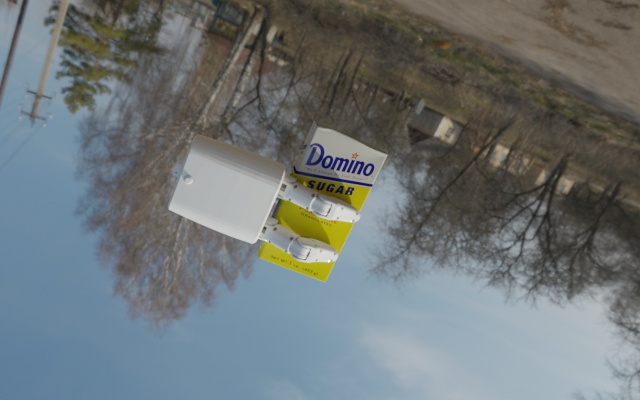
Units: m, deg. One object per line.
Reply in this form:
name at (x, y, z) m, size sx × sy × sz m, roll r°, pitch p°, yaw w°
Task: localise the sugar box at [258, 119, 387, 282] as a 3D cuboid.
sugar box at (0.000, 0.002, 0.577) m, size 0.093 × 0.176 × 0.048 m, roll 21°, pitch 14°, yaw -13°
